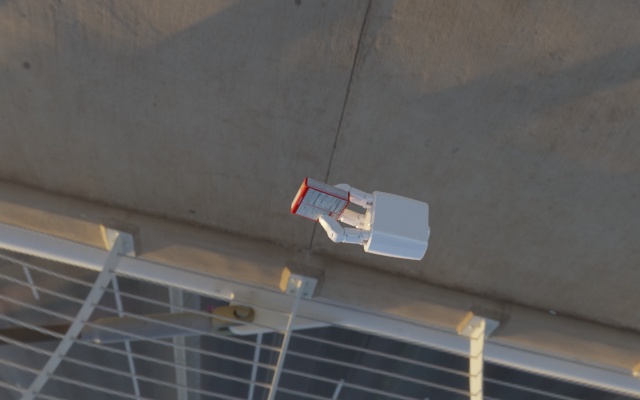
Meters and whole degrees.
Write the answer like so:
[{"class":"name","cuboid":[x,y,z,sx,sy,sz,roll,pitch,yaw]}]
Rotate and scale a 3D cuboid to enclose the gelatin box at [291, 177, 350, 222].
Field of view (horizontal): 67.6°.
[{"class":"gelatin box","cuboid":[0.000,0.003,0.877,0.089,0.030,0.073,18,-49,-15]}]
